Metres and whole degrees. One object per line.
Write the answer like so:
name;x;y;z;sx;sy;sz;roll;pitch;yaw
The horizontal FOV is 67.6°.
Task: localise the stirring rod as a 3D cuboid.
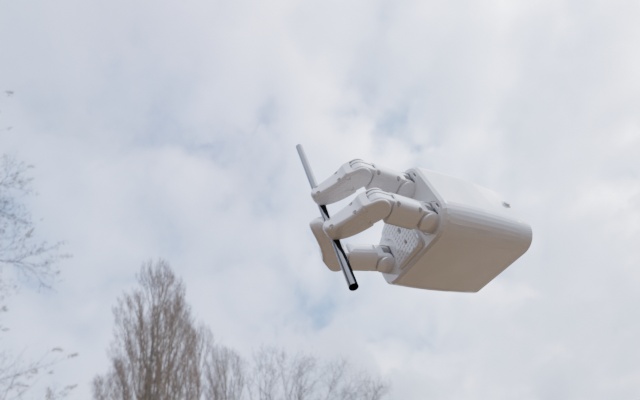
stirring rod;0.000;0.002;0.460;0.011;0.011;0.239;0;32;-14
